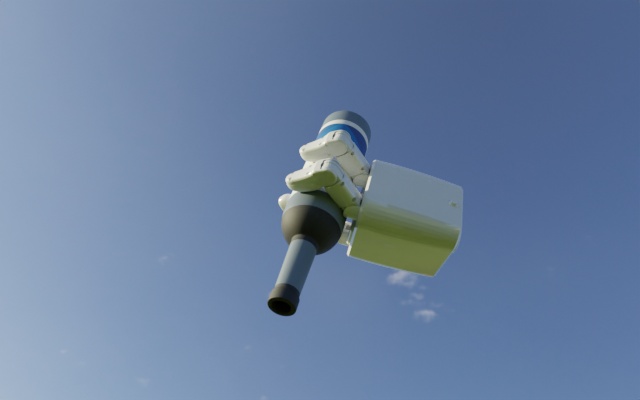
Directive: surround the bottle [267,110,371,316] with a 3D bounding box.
[{"bbox_3d":[0.000,0.002,0.534,0.069,0.069,0.295,0,40,18],"label":"bottle"}]
